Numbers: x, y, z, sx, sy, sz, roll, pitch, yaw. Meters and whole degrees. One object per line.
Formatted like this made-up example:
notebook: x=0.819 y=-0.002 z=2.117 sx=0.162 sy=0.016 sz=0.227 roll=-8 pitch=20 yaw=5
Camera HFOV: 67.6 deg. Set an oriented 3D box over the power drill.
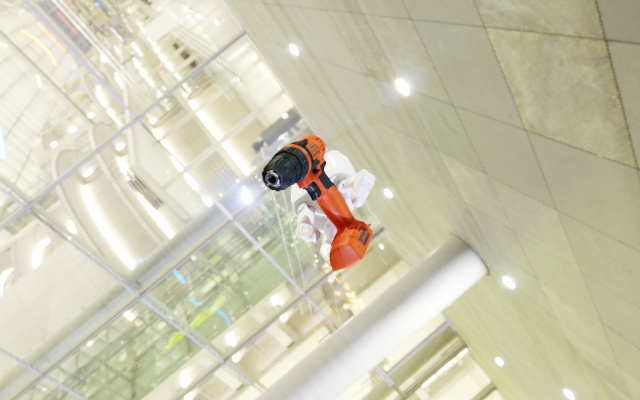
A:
power drill: x=0.000 y=0.003 z=0.675 sx=0.057 sy=0.188 sz=0.184 roll=-25 pitch=11 yaw=24
